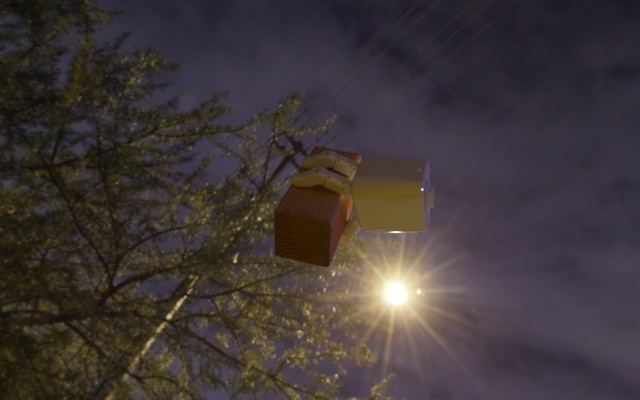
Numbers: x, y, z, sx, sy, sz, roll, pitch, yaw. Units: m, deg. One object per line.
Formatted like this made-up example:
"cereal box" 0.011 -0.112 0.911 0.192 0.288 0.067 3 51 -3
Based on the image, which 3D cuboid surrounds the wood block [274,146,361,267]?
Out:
"wood block" 0.001 0.003 0.789 0.090 0.091 0.206 11 36 12
